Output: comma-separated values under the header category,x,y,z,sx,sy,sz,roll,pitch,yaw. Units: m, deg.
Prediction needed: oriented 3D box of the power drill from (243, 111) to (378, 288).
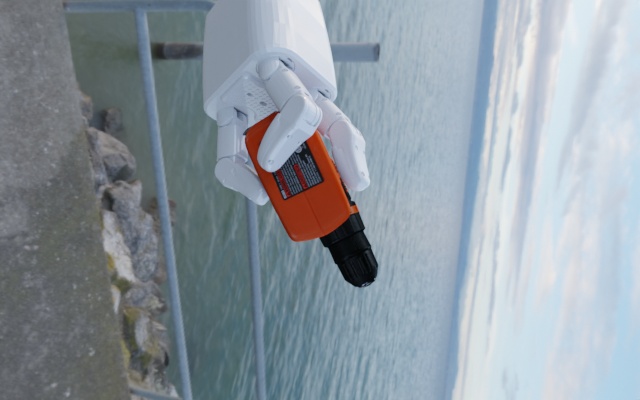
category,x,y,z,sx,sy,sz,roll,pitch,yaw
power drill,0.000,0.001,0.448,0.057,0.184,0.188,-28,-9,4
